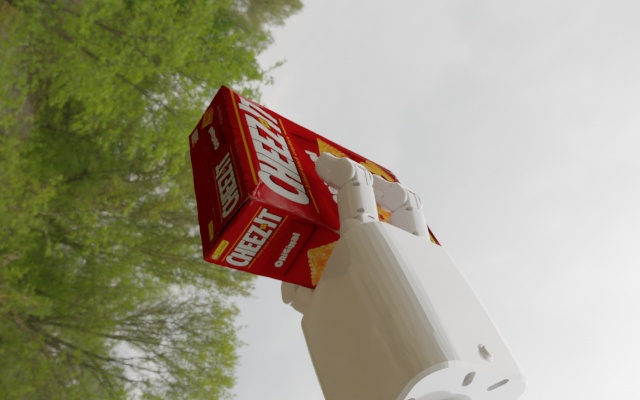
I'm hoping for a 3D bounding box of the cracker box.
[{"bbox_3d":[0.000,0.002,0.425,0.214,0.072,0.164,23,28,-33],"label":"cracker box"}]
